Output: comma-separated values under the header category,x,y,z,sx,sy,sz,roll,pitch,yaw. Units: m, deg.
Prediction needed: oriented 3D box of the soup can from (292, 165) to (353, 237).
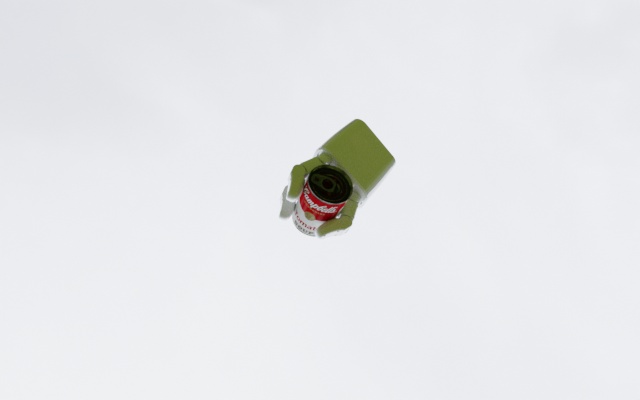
category,x,y,z,sx,sy,sz,roll,pitch,yaw
soup can,0.000,0.003,0.721,0.068,0.068,0.102,0,-32,-20
